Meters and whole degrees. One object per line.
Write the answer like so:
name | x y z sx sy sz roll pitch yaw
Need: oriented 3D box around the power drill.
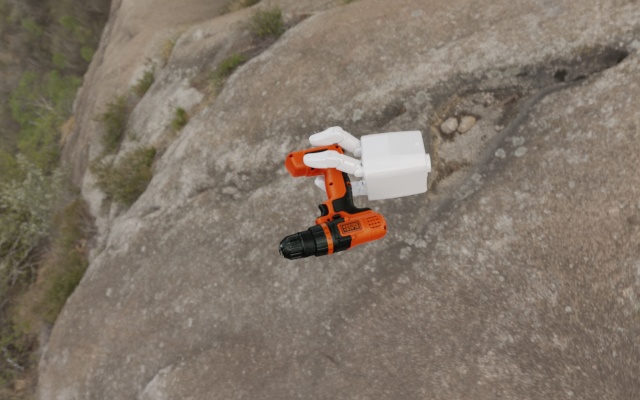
power drill | 0.000 0.002 0.812 0.184 0.187 0.057 -12 -24 -16
